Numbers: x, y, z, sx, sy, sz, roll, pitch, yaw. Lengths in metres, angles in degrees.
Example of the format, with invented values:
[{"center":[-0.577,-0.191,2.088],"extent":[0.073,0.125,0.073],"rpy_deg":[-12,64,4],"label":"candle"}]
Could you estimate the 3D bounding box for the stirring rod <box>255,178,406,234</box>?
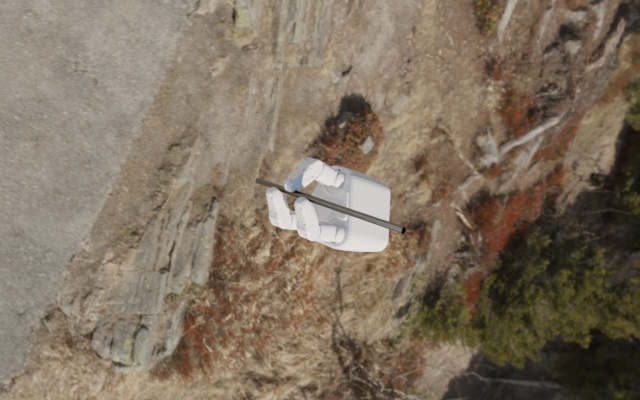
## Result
[{"center":[0.000,0.002,0.572],"extent":[0.239,0.011,0.011],"rpy_deg":[19,12,41],"label":"stirring rod"}]
